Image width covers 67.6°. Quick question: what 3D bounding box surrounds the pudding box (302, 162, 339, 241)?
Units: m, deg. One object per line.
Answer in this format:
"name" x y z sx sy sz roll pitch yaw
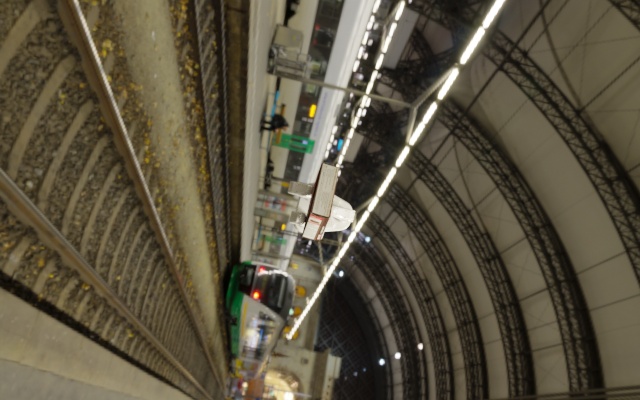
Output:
"pudding box" 0.000 0.003 0.857 0.039 0.113 0.090 13 -33 -4
